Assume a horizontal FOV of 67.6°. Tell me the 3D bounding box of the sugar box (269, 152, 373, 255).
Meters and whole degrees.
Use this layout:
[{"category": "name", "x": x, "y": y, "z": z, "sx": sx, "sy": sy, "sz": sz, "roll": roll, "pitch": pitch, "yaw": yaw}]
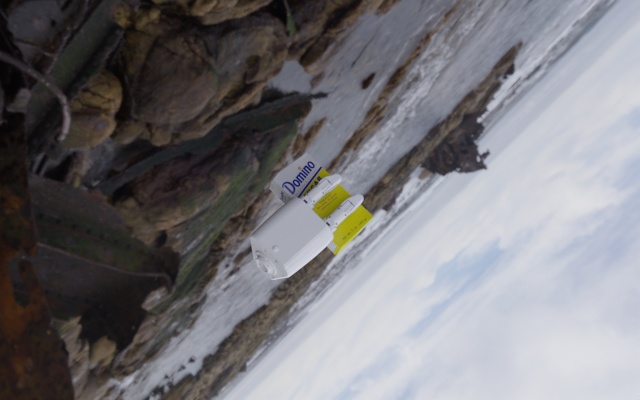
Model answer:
[{"category": "sugar box", "x": 0.000, "y": 0.003, "z": 0.865, "sx": 0.093, "sy": 0.176, "sz": 0.048, "roll": -41, "pitch": -10, "yaw": -28}]
